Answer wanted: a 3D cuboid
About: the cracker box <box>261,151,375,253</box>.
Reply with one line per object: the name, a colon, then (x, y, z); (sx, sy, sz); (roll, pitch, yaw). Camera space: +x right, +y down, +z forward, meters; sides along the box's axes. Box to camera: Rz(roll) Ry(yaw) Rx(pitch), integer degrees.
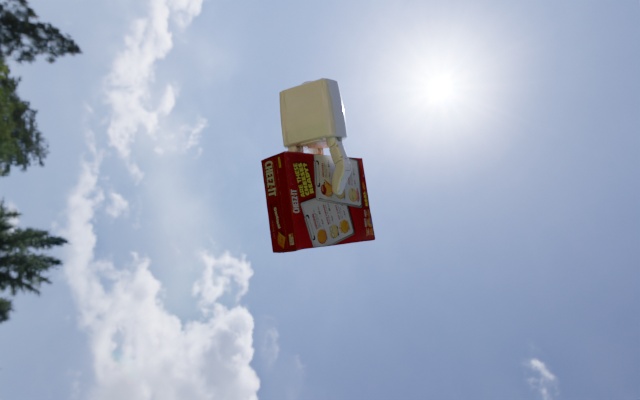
cracker box: (0.000, 0.003, 0.862); (0.072, 0.164, 0.214); (-14, -8, 42)
